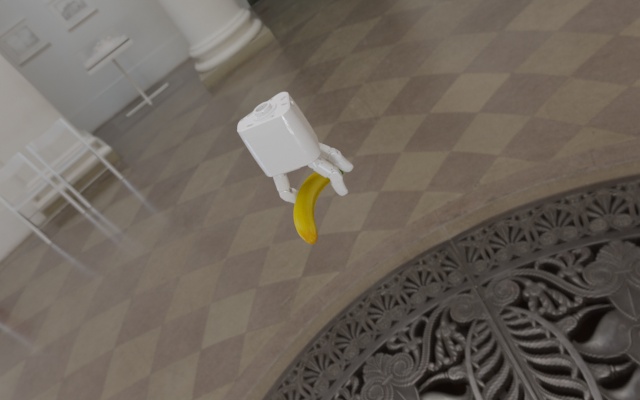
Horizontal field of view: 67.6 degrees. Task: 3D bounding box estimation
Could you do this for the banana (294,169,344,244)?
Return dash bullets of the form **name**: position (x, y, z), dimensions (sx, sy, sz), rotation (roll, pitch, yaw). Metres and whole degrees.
- **banana**: position (-0.015, 0.003, 0.872), dimensions (0.069, 0.037, 0.197), rotation (-8, 40, 28)
